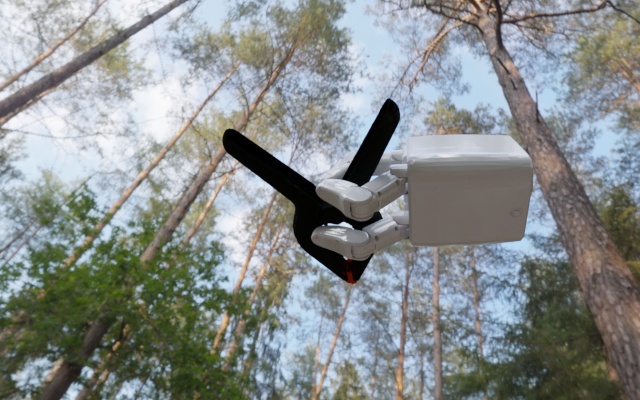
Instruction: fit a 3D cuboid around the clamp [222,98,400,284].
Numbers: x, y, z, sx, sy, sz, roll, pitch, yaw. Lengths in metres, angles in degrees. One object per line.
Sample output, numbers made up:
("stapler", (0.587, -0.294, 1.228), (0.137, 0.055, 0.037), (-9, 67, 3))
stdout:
("clamp", (0.000, 0.001, 0.480), (0.164, 0.210, 0.036), (-2, 37, 11))
